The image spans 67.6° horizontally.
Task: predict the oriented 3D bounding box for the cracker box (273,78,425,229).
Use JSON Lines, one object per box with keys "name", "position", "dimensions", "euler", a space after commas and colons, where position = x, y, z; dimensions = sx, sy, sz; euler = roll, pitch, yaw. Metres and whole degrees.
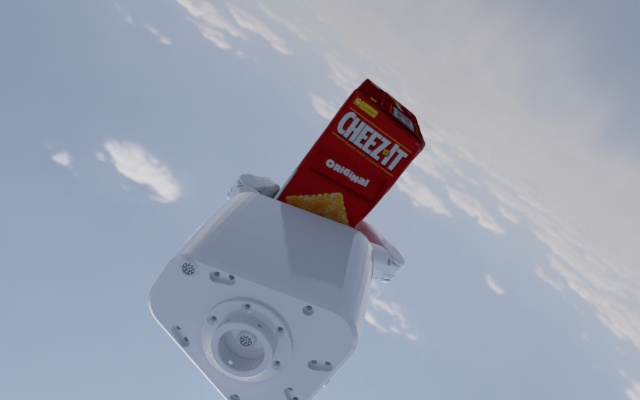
{"name": "cracker box", "position": [0.000, 0.001, 0.430], "dimensions": [0.072, 0.214, 0.164], "euler": [36, 19, -4]}
